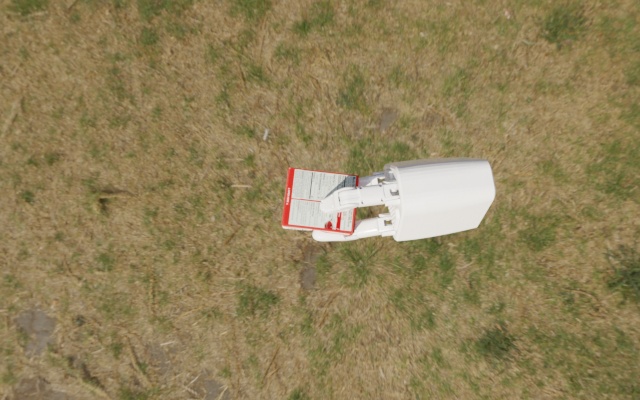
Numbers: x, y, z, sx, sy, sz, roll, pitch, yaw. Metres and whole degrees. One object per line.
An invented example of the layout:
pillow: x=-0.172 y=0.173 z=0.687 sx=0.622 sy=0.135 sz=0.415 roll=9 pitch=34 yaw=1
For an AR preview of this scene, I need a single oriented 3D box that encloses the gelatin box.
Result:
gelatin box: x=0.000 y=0.002 z=0.587 sx=0.089 sy=0.073 sz=0.030 roll=6 pitch=-9 yaw=-3
